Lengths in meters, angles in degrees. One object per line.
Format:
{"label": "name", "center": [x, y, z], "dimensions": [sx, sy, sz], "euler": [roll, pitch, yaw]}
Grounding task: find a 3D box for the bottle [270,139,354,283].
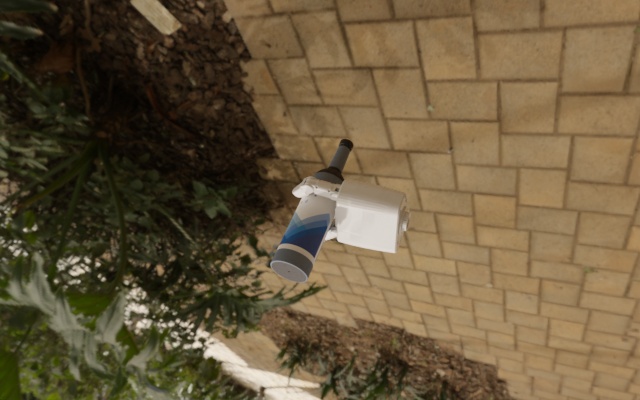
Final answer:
{"label": "bottle", "center": [0.000, 0.003, 0.855], "dimensions": [0.069, 0.295, 0.069], "euler": [17, -32, 11]}
